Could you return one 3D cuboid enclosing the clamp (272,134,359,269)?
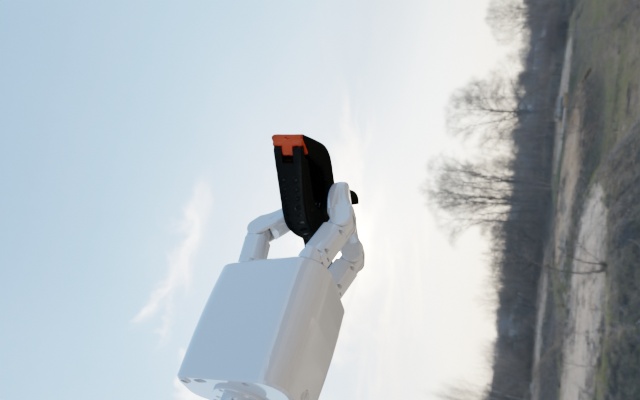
[{"bbox_3d":[-0.001,0.001,0.484,0.036,0.164,0.210,1,-42,19],"label":"clamp"}]
